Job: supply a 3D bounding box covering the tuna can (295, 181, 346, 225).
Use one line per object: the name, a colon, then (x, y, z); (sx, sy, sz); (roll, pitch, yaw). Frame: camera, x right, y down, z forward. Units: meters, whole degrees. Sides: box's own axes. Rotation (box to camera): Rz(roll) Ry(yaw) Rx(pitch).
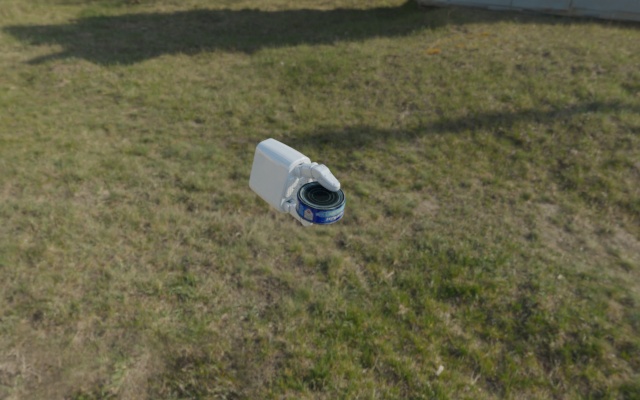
tuna can: (0.000, 0.002, 0.831); (0.086, 0.034, 0.086); (5, 36, -4)
